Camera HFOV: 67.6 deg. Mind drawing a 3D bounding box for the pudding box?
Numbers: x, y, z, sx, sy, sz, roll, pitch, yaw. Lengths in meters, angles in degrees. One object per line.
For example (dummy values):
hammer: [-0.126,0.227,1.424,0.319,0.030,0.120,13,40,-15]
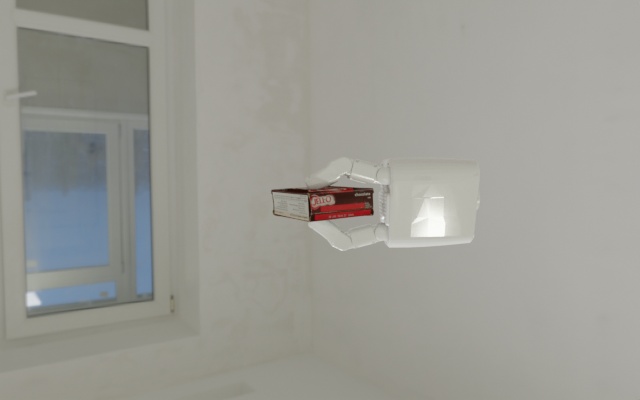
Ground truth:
pudding box: [0.000,0.002,0.601,0.090,0.039,0.113,-4,3,-28]
